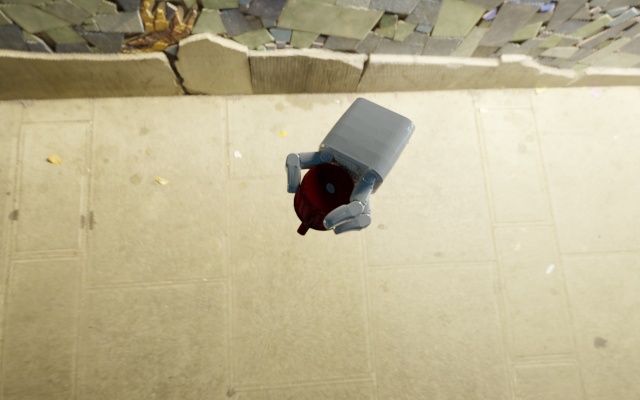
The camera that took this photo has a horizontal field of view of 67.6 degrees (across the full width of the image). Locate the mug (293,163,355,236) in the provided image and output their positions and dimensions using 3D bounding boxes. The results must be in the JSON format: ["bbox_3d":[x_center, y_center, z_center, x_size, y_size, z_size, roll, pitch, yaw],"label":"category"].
[{"bbox_3d":[-0.001,0.003,0.724,0.093,0.117,0.081,36,-16,4],"label":"mug"}]
